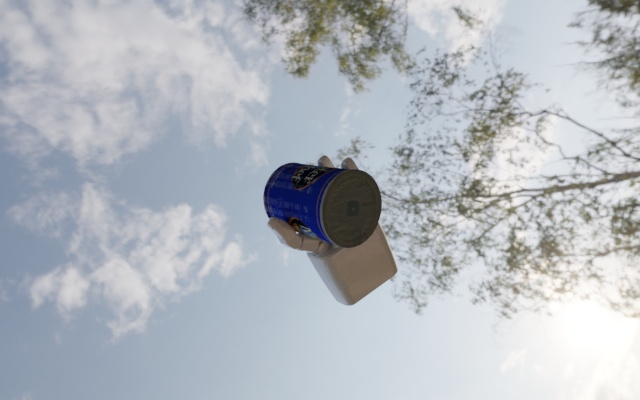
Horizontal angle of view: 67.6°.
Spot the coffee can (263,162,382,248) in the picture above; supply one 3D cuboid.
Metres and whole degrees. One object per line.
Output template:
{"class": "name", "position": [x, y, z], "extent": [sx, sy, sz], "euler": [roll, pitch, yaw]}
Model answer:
{"class": "coffee can", "position": [0.000, 0.002, 0.667], "extent": [0.103, 0.103, 0.140], "euler": [0, 8, -39]}
